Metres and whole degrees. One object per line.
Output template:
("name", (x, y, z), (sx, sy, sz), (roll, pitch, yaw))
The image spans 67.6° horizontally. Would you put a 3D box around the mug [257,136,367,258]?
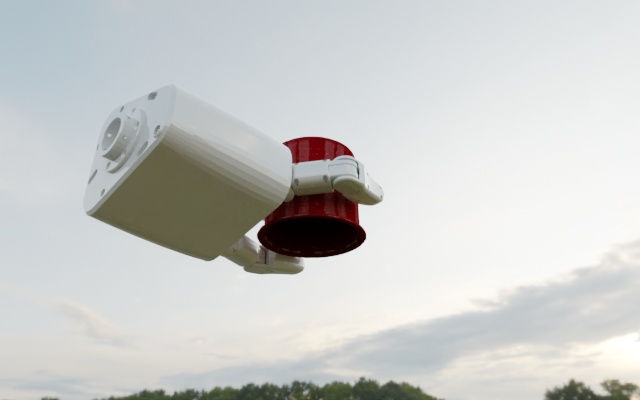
("mug", (0.001, 0.002, 0.433), (0.093, 0.081, 0.117), (-21, -34, 34))
